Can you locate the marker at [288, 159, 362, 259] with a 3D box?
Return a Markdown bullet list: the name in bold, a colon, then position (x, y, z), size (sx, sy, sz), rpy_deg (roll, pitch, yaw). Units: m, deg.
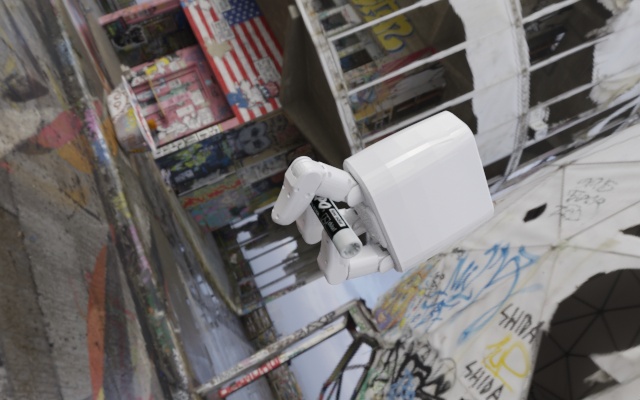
- **marker**: position (0.000, 0.001, 0.402), size (0.020, 0.020, 0.121), rpy_deg (0, 37, -29)
